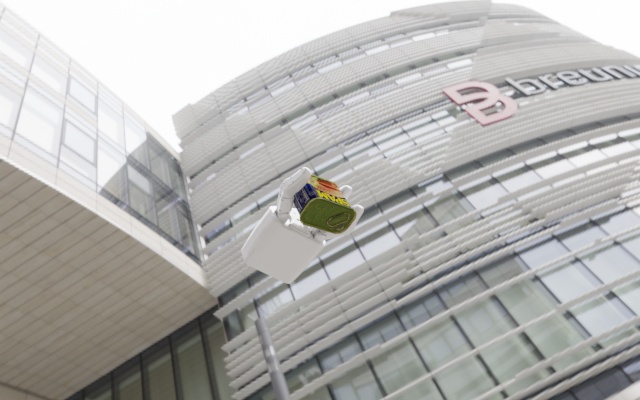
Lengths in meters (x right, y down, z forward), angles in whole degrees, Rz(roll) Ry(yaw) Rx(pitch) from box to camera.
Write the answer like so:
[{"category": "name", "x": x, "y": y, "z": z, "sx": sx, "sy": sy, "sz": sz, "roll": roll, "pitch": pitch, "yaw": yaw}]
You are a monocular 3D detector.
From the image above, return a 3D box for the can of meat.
[{"category": "can of meat", "x": 0.000, "y": 0.002, "z": 0.819, "sx": 0.102, "sy": 0.057, "sz": 0.084, "roll": 19, "pitch": 28, "yaw": -35}]
